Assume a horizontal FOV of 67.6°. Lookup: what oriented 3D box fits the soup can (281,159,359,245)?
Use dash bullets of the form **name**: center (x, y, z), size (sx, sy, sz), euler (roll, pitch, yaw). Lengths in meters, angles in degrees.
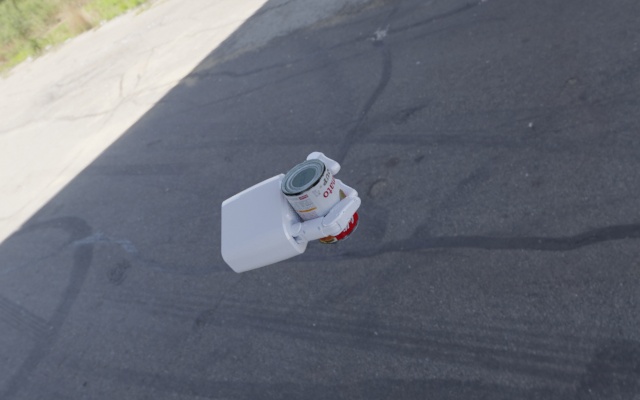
- **soup can**: center (0.000, 0.002, 0.646), size (0.068, 0.068, 0.102), euler (0, -43, 40)
